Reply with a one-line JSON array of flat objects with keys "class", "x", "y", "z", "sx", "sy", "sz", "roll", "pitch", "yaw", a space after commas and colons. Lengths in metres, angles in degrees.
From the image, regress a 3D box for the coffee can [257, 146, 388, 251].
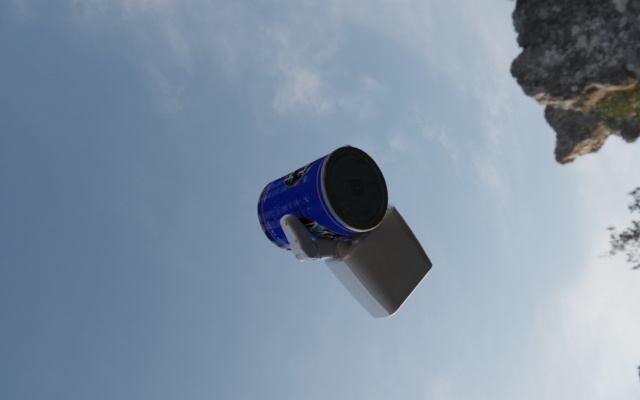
[{"class": "coffee can", "x": 0.000, "y": 0.002, "z": 0.606, "sx": 0.103, "sy": 0.102, "sz": 0.140, "roll": 0, "pitch": -14, "yaw": -40}]
